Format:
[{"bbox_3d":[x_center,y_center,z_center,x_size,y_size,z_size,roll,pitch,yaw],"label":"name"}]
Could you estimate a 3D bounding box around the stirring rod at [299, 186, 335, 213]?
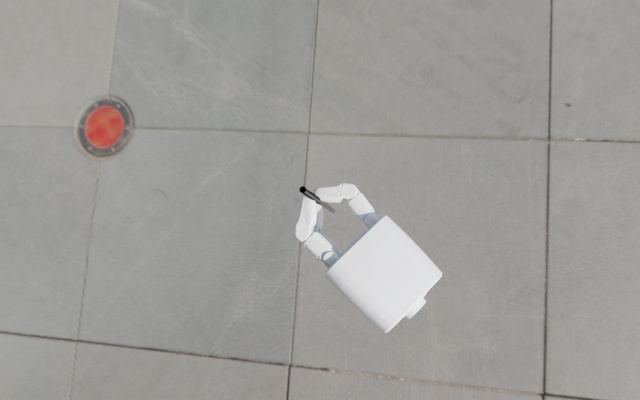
[{"bbox_3d":[0.000,0.002,0.663,0.011,0.011,0.239,0,-7,10],"label":"stirring rod"}]
